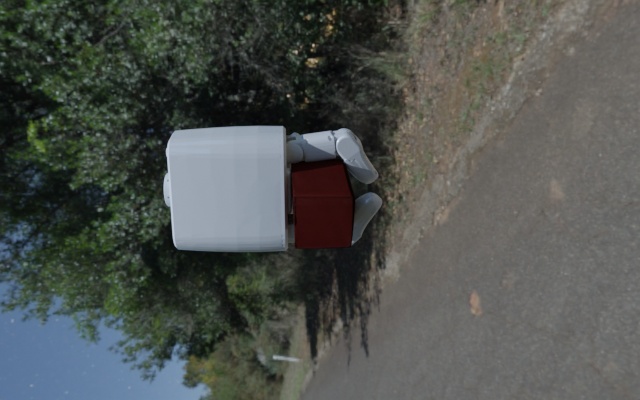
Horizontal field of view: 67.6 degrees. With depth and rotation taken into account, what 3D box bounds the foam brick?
[{"bbox_3d":[0.000,0.001,0.432,0.051,0.053,0.078,-1,29,-4],"label":"foam brick"}]
